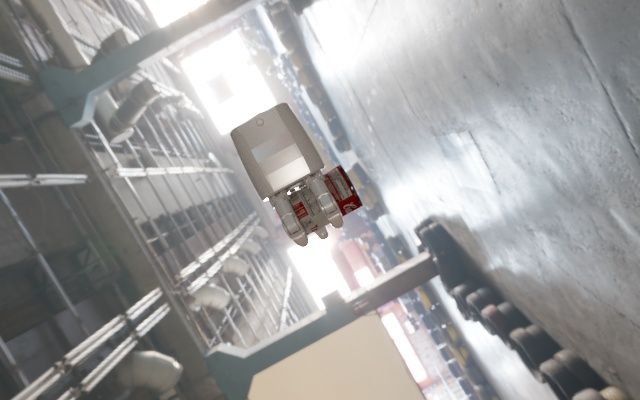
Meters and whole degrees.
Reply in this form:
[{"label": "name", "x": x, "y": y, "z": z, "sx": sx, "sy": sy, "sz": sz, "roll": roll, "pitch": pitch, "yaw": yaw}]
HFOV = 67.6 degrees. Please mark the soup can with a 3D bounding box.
[{"label": "soup can", "x": 0.000, "y": 0.003, "z": 0.685, "sx": 0.102, "sy": 0.068, "sz": 0.068, "roll": -28, "pitch": 0, "yaw": 0}]
